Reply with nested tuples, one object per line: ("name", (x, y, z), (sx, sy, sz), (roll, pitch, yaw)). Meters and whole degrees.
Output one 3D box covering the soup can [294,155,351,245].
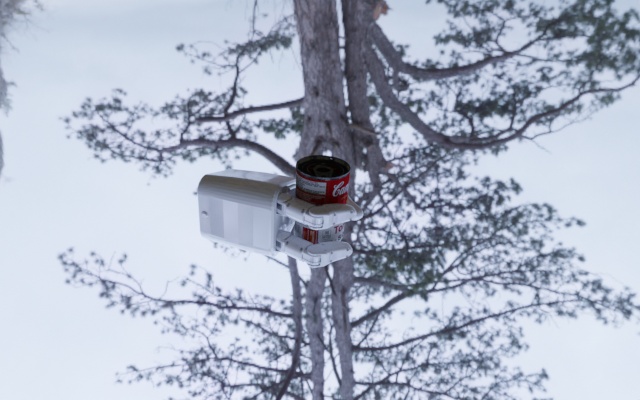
("soup can", (0.001, 0.002, 0.610), (0.068, 0.102, 0.068), (3, 28, -2))
